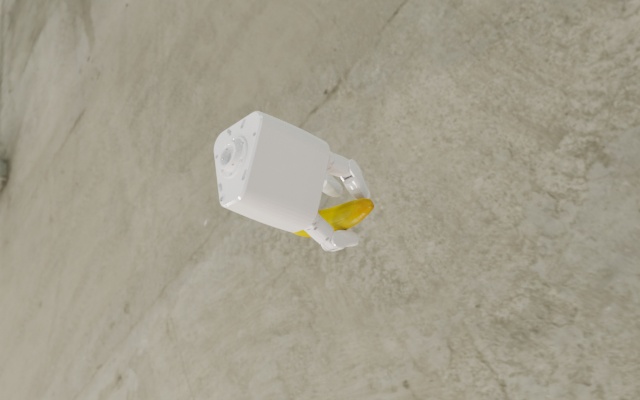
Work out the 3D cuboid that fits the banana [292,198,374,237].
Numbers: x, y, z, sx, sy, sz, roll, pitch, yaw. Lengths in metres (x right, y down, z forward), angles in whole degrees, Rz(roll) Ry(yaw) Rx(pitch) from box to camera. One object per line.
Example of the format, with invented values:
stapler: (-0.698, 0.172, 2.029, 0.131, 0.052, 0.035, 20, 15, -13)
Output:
banana: (-0.008, 0.019, 0.670, 0.037, 0.069, 0.198, 24, -9, -38)
